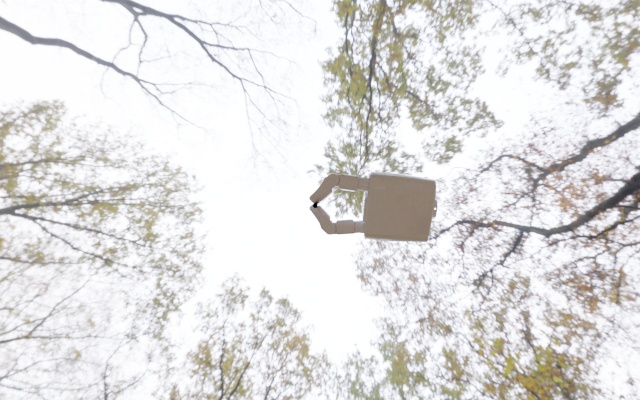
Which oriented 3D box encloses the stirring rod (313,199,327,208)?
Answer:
[{"bbox_3d":[0.000,0.003,0.843,0.011,0.011,0.239,0,2,4],"label":"stirring rod"}]
